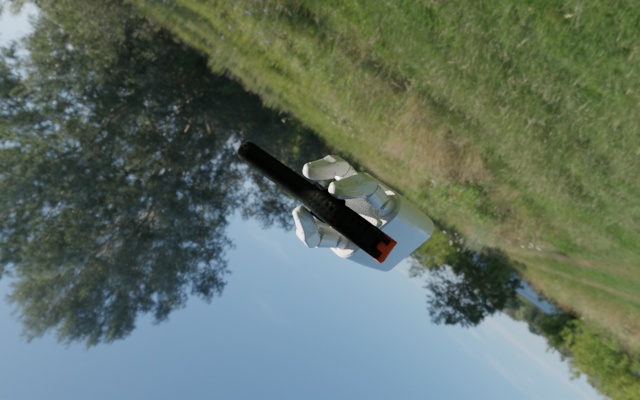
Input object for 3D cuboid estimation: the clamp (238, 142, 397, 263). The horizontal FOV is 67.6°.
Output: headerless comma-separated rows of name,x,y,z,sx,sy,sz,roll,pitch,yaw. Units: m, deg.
clamp,0.000,0.003,0.563,0.165,0.036,0.210,29,7,-46
